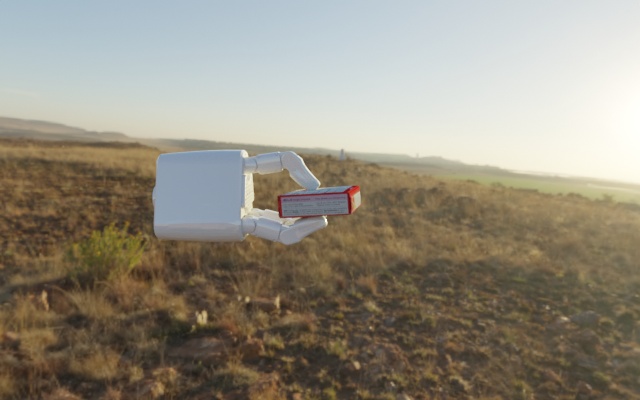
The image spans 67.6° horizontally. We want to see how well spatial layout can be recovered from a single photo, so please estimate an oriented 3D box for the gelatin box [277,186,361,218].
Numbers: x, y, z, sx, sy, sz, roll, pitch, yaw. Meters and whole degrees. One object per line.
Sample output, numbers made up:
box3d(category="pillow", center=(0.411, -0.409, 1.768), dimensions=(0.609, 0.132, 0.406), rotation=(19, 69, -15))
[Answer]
box3d(category="gelatin box", center=(0.000, 0.001, 0.586), dimensions=(0.089, 0.030, 0.073), rotation=(-4, 6, 14))
